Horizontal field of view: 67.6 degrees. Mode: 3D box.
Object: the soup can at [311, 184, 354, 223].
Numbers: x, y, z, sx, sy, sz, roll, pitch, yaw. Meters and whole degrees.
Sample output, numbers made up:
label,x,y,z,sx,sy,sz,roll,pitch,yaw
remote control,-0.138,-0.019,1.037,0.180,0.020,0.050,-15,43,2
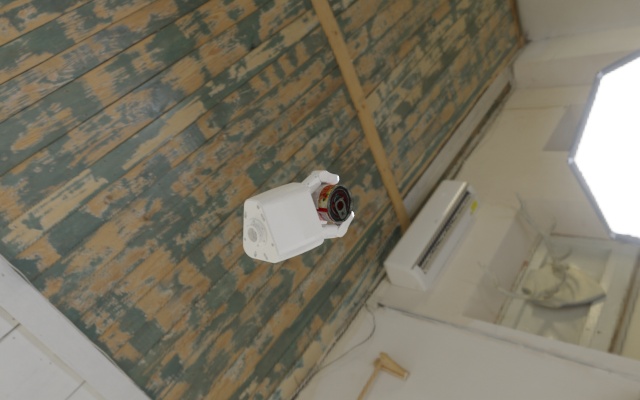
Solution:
label,x,y,z,sx,sy,sz,roll,pitch,yaw
soup can,0.000,0.003,0.874,0.102,0.068,0.068,5,4,43
